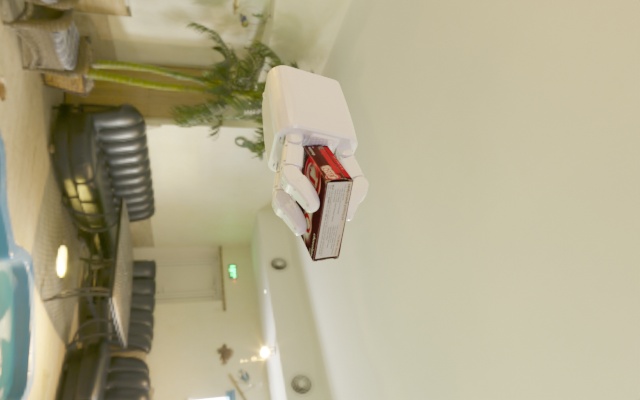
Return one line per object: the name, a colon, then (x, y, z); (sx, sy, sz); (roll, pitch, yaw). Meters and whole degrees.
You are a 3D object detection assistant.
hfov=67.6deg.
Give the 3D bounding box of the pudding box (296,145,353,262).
pudding box: (0.000, 0.002, 0.575); (0.039, 0.114, 0.090); (-4, 33, -18)
